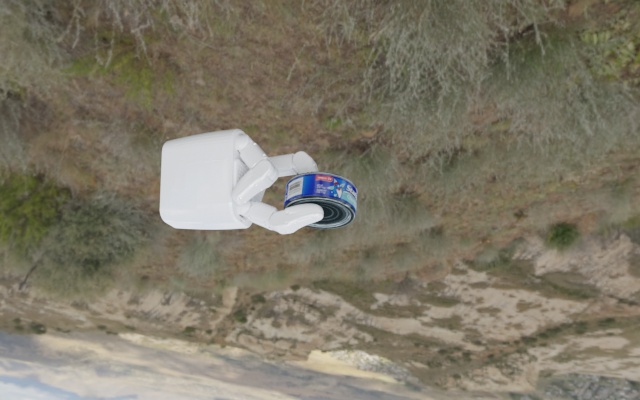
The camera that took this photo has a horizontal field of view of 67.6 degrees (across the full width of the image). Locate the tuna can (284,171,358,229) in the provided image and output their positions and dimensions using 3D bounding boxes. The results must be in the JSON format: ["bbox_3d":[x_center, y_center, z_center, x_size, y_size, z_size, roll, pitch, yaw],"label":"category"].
[{"bbox_3d":[0.000,0.002,0.560,0.086,0.033,0.086,4,-27,2],"label":"tuna can"}]
